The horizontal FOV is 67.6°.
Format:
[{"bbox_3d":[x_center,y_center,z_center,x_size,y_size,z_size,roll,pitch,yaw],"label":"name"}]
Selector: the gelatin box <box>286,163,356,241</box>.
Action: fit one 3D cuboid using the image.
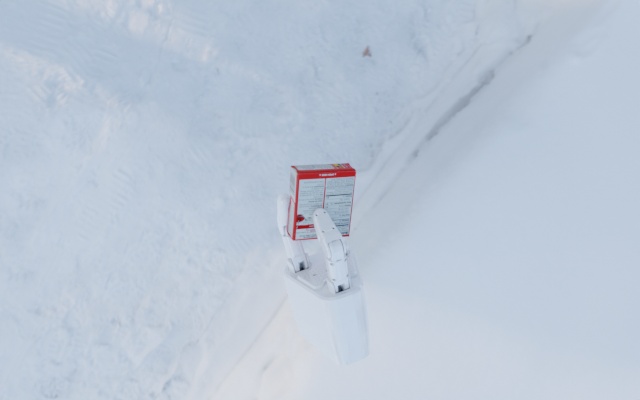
[{"bbox_3d":[0.000,0.002,0.566,0.073,0.089,0.030,-4,25,-20],"label":"gelatin box"}]
